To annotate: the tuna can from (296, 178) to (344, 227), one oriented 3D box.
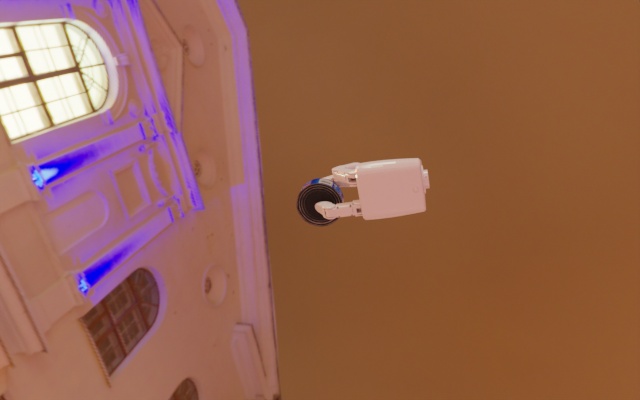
[{"bbox_3d":[0.000,0.003,0.885,0.086,0.086,0.033,0,23,8],"label":"tuna can"}]
